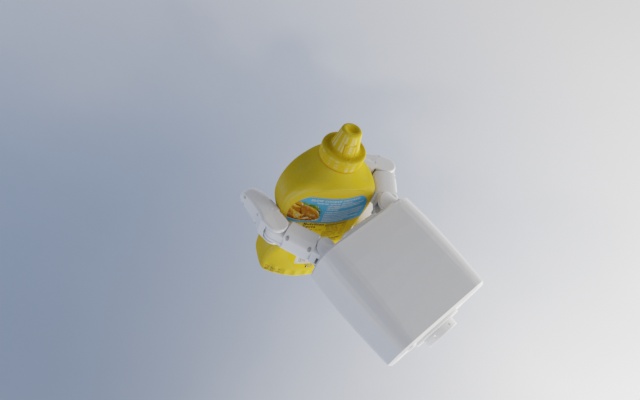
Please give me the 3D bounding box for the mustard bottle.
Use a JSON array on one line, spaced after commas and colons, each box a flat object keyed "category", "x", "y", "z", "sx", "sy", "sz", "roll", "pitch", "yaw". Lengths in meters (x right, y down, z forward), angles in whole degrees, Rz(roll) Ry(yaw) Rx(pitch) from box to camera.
[{"category": "mustard bottle", "x": 0.000, "y": 0.001, "z": 0.470, "sx": 0.096, "sy": 0.058, "sz": 0.192, "roll": -1, "pitch": -39, "yaw": -22}]
